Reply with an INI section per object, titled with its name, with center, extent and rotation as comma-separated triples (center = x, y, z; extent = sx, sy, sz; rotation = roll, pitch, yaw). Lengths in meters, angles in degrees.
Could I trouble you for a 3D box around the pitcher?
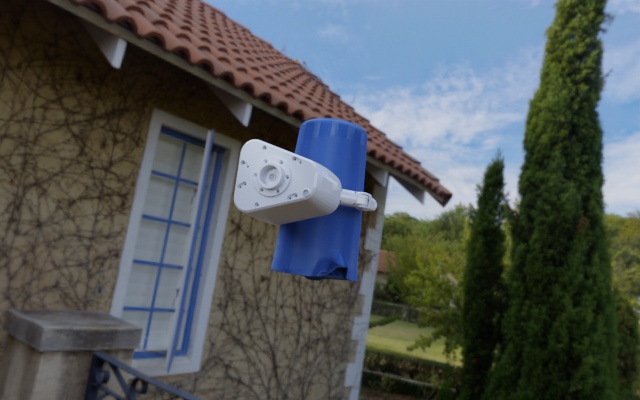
[pitcher]
center = 0.000, 0.002, 0.753
extent = 0.149, 0.243, 0.145
rotation = 6, -7, 19
